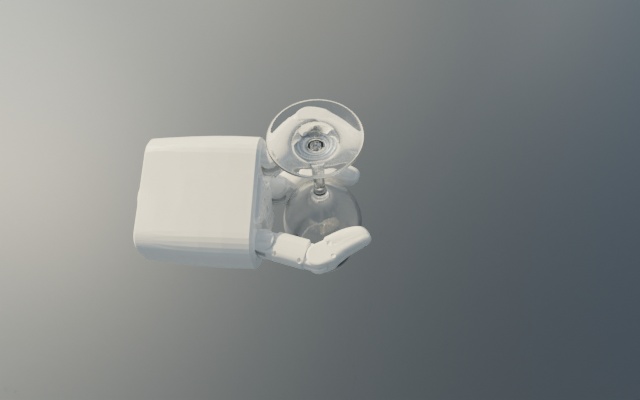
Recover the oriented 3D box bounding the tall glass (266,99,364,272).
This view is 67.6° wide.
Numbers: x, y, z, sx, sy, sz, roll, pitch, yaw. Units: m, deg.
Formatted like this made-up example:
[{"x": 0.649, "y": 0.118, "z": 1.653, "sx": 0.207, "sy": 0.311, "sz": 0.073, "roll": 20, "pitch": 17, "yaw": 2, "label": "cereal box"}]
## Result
[{"x": 0.000, "y": 0.001, "z": 0.443, "sx": 0.079, "sy": 0.079, "sz": 0.201, "roll": 0, "pitch": -30, "yaw": 3, "label": "tall glass"}]
